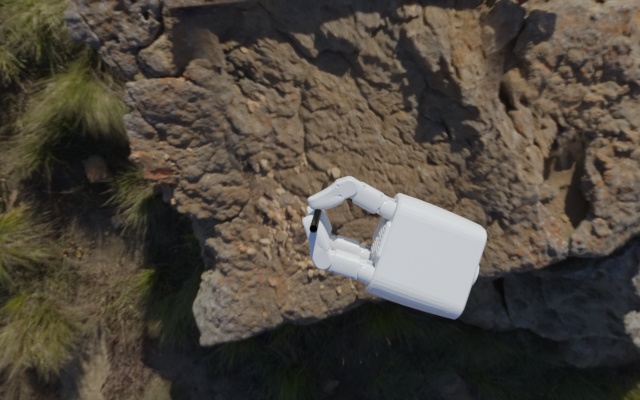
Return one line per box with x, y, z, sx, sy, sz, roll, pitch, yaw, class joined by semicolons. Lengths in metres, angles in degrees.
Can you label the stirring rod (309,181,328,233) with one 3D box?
0.000;0.002;0.585;0.011;0.011;0.239;0;13;3;stirring rod
